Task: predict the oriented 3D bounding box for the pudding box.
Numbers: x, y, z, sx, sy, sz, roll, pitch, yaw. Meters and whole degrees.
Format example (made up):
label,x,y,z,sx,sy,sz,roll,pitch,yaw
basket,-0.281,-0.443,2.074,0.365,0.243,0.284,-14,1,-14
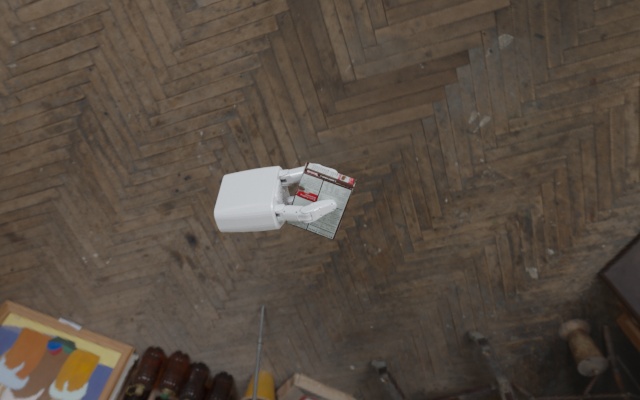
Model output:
label,x,y,z,sx,sy,sz,roll,pitch,yaw
pudding box,0.000,0.003,0.806,0.090,0.114,0.039,20,33,0
